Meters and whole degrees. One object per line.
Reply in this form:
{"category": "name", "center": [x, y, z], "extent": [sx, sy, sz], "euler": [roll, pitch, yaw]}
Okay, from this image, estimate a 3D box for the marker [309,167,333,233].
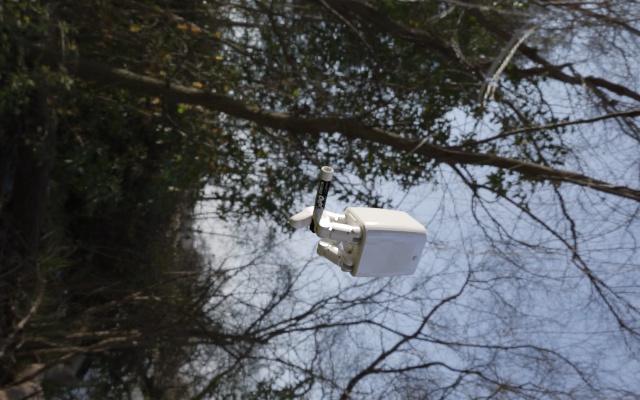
{"category": "marker", "center": [0.000, 0.002, 0.759], "extent": [0.020, 0.121, 0.020], "euler": [9, 33, -6]}
